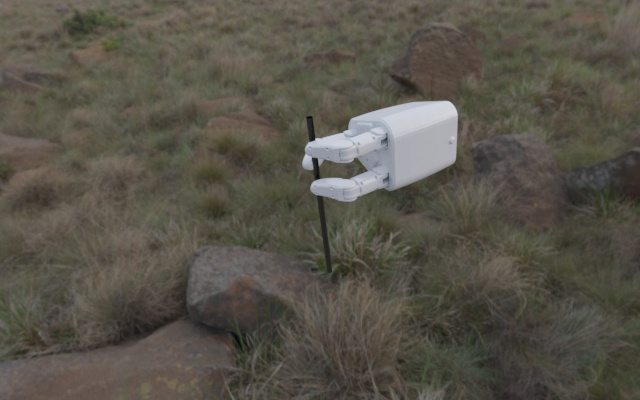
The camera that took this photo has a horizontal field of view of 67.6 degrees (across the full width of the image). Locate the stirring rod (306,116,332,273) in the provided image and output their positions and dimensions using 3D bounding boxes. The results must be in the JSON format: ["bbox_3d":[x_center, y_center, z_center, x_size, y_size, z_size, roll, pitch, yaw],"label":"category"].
[{"bbox_3d":[0.000,0.002,0.632,0.011,0.240,0.011,-5,32,3],"label":"stirring rod"}]
